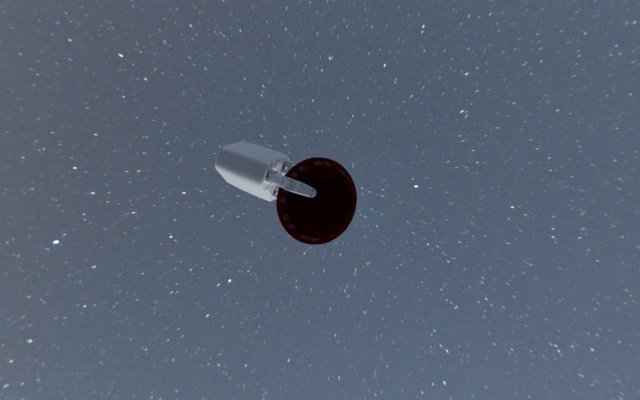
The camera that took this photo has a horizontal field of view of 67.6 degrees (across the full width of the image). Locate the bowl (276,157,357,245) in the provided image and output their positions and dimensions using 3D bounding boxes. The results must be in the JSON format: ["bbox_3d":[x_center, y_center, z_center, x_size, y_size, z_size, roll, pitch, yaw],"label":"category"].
[{"bbox_3d":[0.001,0.004,0.895,0.162,0.162,0.055,0,-6,24],"label":"bowl"}]
